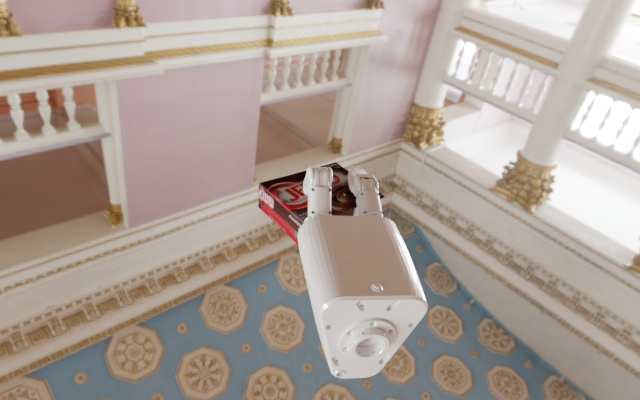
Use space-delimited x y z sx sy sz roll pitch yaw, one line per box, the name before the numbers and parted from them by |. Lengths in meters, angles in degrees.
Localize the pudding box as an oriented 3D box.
pudding box | 0.000 0.002 0.534 0.113 0.039 0.090 -16 40 -35
